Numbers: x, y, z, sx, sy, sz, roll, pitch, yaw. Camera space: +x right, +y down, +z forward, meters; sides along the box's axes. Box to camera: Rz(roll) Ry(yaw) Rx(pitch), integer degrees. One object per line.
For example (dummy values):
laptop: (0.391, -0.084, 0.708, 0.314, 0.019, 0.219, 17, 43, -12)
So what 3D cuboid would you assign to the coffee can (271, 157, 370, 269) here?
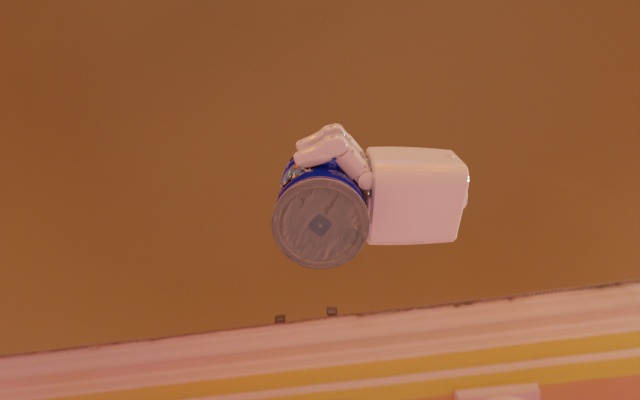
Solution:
coffee can: (0.000, 0.002, 0.560, 0.103, 0.103, 0.140, 0, 21, 0)
